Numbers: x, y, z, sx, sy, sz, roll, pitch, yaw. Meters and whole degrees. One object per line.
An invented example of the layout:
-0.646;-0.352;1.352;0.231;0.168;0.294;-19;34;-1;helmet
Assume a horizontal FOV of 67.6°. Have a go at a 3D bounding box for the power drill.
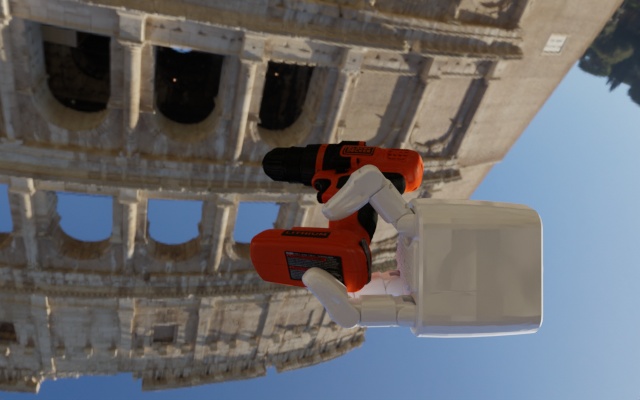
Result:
0.000;0.002;0.480;0.184;0.057;0.187;3;38;20;power drill
